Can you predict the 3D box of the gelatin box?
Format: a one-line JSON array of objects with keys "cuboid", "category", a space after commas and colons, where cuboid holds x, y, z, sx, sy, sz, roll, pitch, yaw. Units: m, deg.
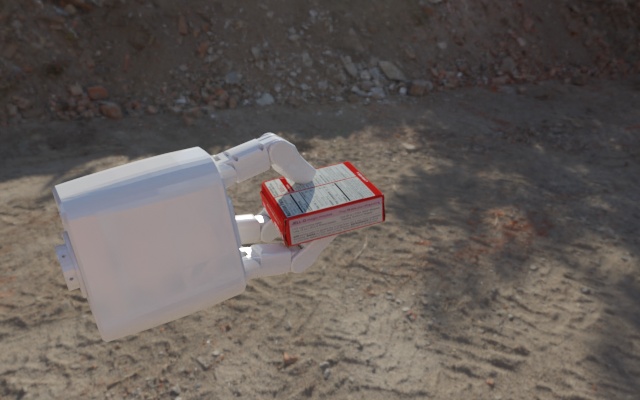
[{"cuboid": [0.000, 0.001, 0.411, 0.089, 0.030, 0.073, -15, 31, -16], "category": "gelatin box"}]
